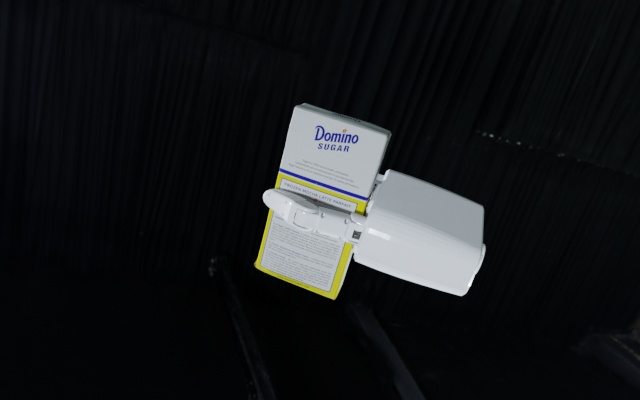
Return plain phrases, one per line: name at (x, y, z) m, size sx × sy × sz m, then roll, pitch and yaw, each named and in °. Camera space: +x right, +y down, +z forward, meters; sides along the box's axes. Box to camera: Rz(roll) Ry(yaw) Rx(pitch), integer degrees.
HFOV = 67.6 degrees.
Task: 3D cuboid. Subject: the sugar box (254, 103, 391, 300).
sugar box at (0.000, 0.002, 0.478) m, size 0.093 × 0.176 × 0.048 m, roll 20°, pitch 18°, yaw 8°
